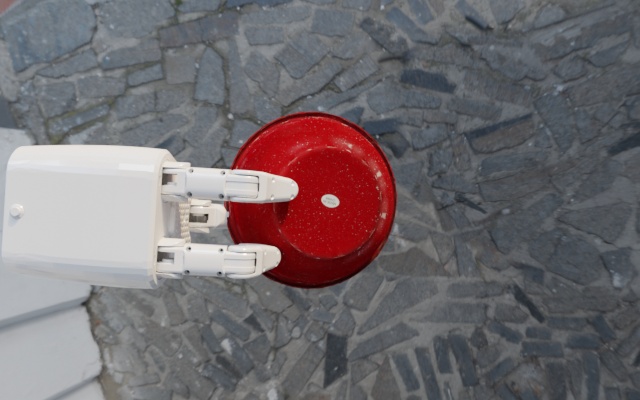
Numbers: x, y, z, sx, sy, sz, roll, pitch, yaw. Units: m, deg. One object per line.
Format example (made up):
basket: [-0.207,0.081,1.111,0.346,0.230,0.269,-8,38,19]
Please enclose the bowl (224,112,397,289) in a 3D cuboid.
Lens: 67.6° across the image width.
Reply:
bowl: [0.001,0.001,0.411,0.162,0.162,0.055,0,2,-14]
